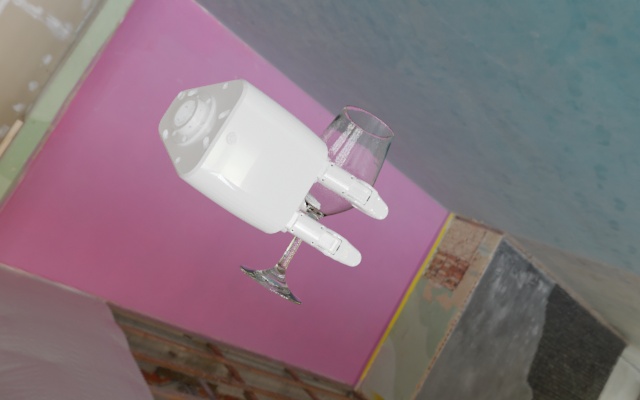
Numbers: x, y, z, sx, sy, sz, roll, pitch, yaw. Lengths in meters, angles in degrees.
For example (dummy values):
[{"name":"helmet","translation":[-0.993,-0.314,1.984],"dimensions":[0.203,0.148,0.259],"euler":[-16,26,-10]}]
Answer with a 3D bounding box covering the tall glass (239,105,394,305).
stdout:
[{"name":"tall glass","translation":[0.000,0.002,0.496],"dimensions":[0.079,0.201,0.079],"euler":[31,-5,3]}]
